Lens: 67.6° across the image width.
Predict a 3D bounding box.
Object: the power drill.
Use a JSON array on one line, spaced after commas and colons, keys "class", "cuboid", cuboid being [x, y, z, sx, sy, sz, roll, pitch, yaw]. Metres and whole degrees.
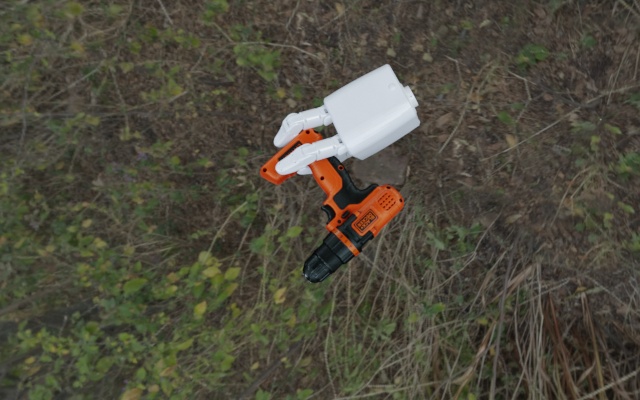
[{"class": "power drill", "cuboid": [0.000, 0.002, 0.704, 0.184, 0.187, 0.057, -43, -5, -6]}]
